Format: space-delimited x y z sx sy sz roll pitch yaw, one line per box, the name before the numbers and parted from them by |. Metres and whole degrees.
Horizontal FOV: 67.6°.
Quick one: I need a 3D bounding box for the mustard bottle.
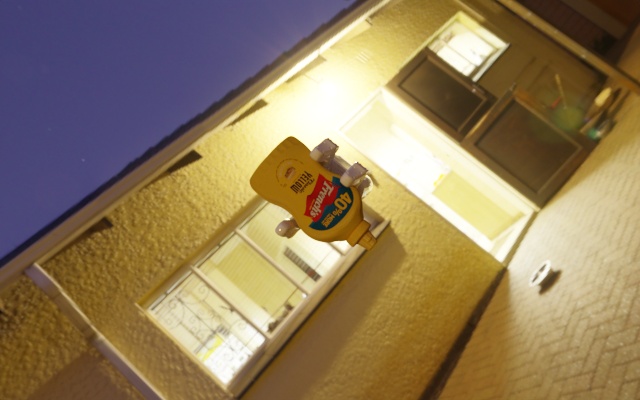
mustard bottle | 0.000 0.002 0.668 0.191 0.096 0.058 40 -11 9
